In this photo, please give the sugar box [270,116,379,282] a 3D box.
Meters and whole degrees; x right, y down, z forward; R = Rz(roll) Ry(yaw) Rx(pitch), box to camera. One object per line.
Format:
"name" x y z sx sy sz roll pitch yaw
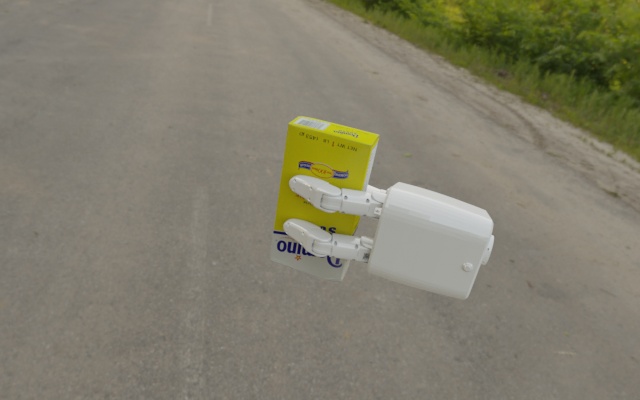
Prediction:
"sugar box" 0.000 0.002 0.536 0.093 0.176 0.048 16 26 12
